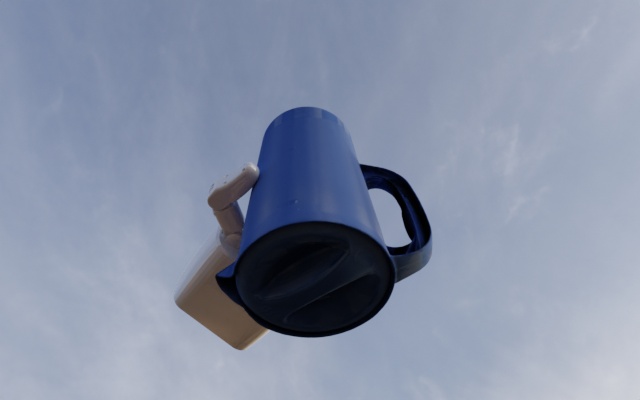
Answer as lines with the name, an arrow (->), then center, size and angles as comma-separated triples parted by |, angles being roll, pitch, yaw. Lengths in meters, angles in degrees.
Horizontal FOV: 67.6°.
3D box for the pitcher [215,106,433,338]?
pitcher -> 0.000, 0.002, 0.479 | 0.149, 0.145, 0.242 | 29, 29, -22
